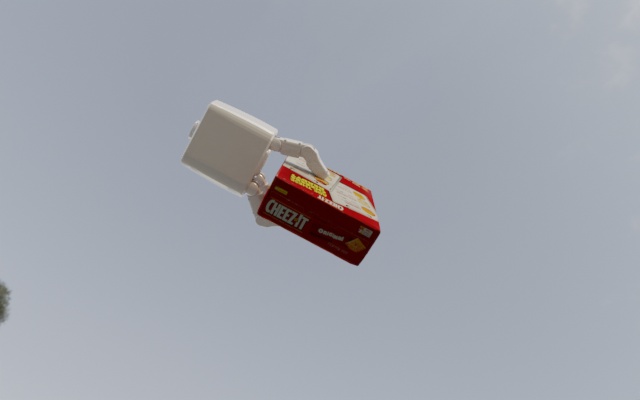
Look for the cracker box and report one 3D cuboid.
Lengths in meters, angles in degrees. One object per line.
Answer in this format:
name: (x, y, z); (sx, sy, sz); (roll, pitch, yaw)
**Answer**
cracker box: (0.000, 0.002, 0.749); (0.164, 0.072, 0.213); (27, 16, -6)
